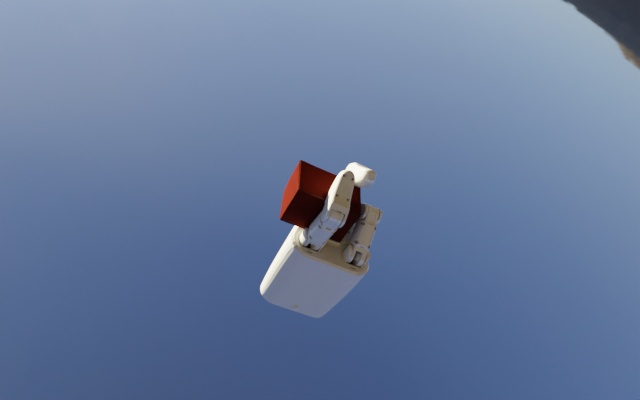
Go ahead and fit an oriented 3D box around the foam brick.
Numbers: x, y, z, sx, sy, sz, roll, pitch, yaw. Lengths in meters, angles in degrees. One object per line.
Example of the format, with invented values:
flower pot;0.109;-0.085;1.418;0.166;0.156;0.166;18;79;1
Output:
foam brick;0.000;0.002;0.533;0.078;0.053;0.051;22;-51;-16
